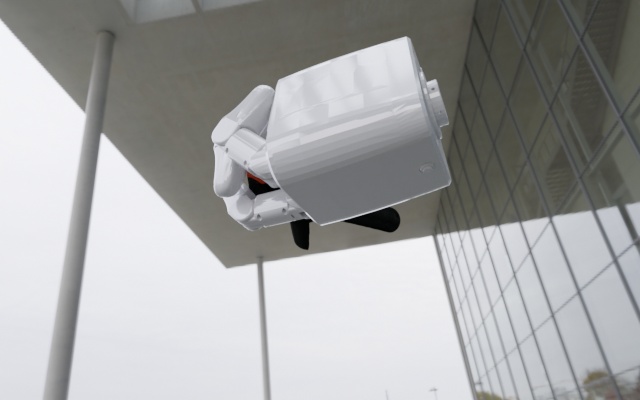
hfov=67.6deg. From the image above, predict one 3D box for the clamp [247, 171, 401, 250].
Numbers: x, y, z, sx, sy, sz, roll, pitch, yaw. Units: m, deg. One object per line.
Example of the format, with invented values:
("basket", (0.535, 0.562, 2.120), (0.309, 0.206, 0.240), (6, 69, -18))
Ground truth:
("clamp", (0.000, 0.001, 0.445), (0.120, 0.039, 0.171), (-15, -29, 18))
